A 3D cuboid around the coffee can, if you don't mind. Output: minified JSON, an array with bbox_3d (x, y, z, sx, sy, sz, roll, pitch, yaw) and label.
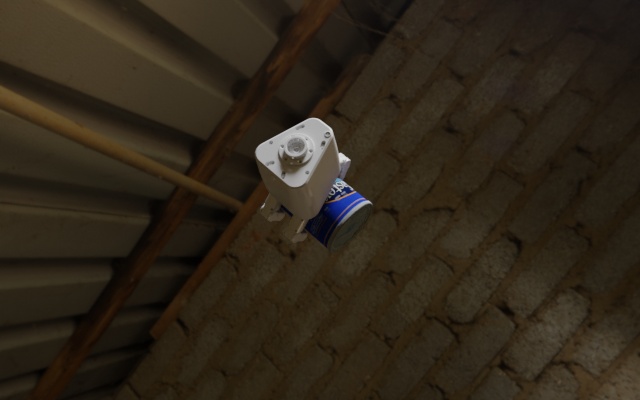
[{"bbox_3d":[0.000,0.003,0.786,0.140,0.103,0.103,40,16,20],"label":"coffee can"}]
